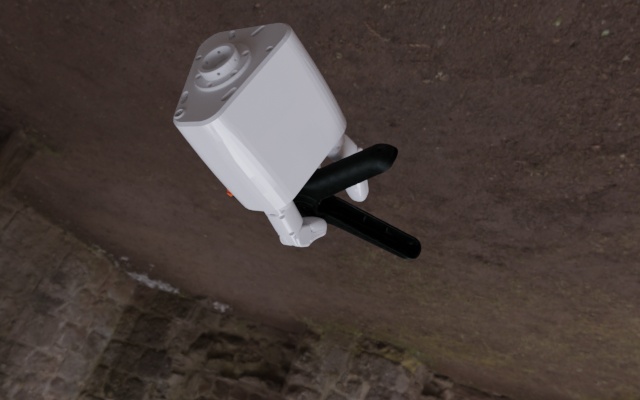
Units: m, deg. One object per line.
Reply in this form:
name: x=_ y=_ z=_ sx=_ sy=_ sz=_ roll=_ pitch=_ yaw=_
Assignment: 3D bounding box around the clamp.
clamp: x=-0.001 y=0.002 z=0.485 sx=0.210 sy=0.036 sz=0.165 roll=5 pitch=-35 yaw=32
